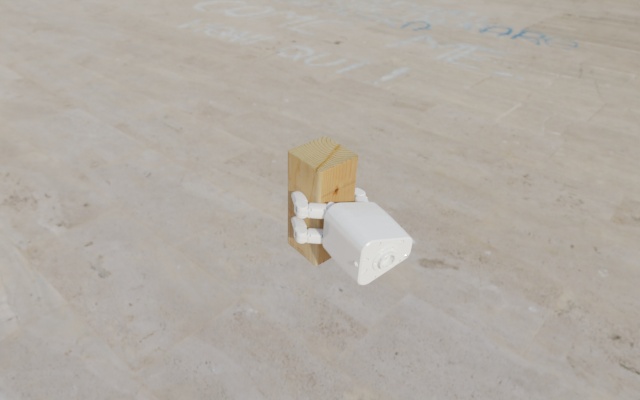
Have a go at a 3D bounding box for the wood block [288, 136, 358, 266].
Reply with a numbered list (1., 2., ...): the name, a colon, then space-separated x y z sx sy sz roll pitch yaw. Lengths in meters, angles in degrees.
1. wood block: 0.001 0.003 0.869 0.091 0.206 0.090 -25 44 -34
